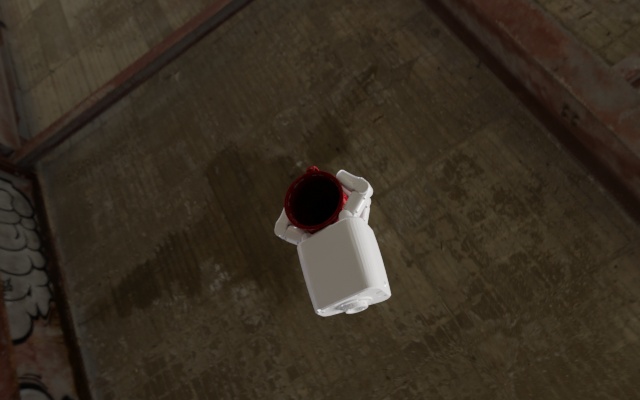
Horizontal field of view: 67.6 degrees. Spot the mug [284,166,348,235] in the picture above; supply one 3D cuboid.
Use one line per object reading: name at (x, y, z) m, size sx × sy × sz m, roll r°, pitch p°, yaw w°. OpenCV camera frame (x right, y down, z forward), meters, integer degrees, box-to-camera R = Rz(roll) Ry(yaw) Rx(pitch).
mug at (0.000, 0.001, 0.737) m, size 0.093 × 0.117 × 0.081 m, roll -21°, pitch -27°, yaw 13°
